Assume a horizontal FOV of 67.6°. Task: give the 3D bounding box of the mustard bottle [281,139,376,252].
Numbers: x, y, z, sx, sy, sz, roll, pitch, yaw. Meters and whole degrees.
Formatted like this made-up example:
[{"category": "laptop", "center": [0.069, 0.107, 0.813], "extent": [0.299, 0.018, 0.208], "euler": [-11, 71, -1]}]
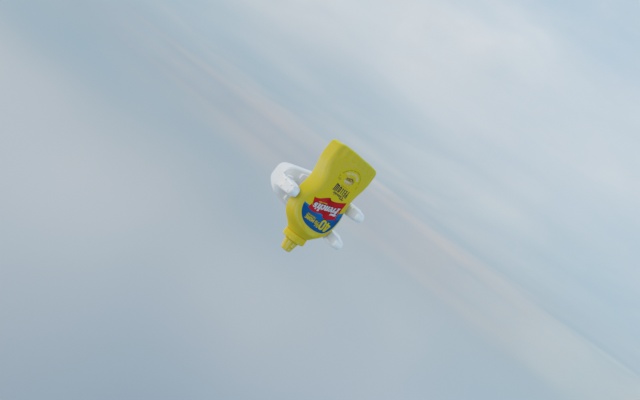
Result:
[{"category": "mustard bottle", "center": [0.000, 0.002, 0.768], "extent": [0.096, 0.191, 0.058], "euler": [36, 3, -39]}]
